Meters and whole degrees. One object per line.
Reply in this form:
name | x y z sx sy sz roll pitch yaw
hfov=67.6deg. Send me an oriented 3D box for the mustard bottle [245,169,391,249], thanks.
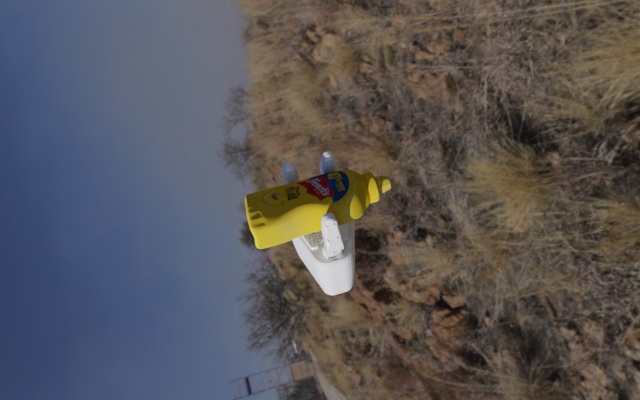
mustard bottle | 0.000 0.002 0.630 0.191 0.058 0.096 -16 29 -4
